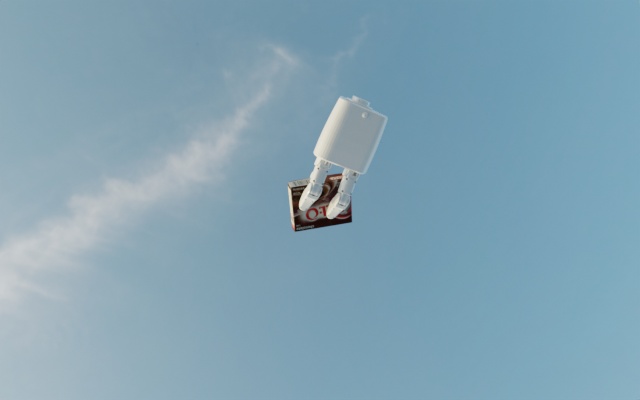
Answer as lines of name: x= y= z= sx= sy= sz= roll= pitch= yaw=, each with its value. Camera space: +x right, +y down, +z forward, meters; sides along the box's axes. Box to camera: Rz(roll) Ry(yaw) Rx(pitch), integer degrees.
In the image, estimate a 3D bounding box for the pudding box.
pudding box: x=0.000 y=0.003 z=0.870 sx=0.113 sy=0.090 sz=0.039 roll=-8 pitch=24 yaw=-9
